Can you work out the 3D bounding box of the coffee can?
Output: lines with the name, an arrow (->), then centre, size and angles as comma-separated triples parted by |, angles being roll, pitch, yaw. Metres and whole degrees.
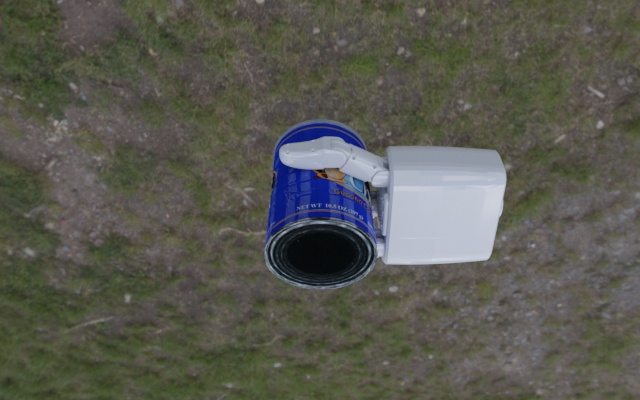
coffee can -> 0.000, 0.001, 0.476 | 0.103, 0.140, 0.103 | 0, -44, 0
